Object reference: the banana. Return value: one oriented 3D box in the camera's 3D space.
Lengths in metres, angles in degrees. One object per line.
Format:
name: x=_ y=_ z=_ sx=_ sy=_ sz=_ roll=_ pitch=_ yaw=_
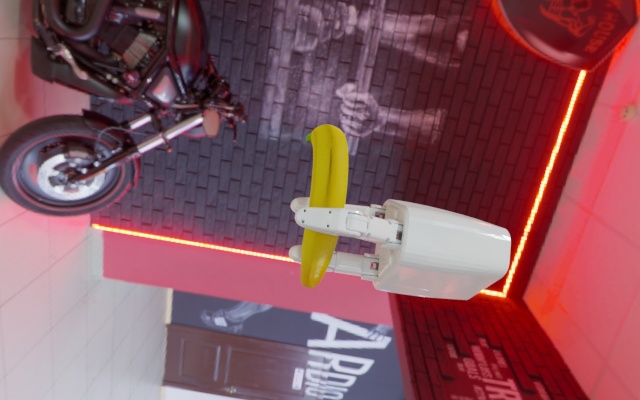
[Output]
banana: x=0.005 y=-0.012 z=0.484 sx=0.037 sy=0.197 sz=0.070 roll=10 pitch=-36 yaw=-10
